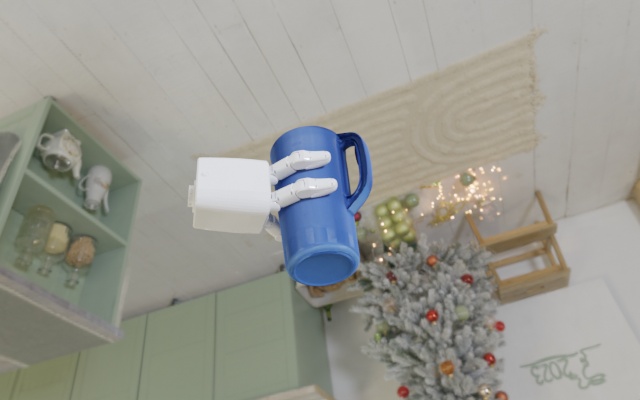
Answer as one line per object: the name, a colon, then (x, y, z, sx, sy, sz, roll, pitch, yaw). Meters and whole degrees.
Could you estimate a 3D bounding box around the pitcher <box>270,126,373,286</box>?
pitcher: (0.000, 0.002, 0.752, 0.145, 0.242, 0.149, 4, -41, -15)
